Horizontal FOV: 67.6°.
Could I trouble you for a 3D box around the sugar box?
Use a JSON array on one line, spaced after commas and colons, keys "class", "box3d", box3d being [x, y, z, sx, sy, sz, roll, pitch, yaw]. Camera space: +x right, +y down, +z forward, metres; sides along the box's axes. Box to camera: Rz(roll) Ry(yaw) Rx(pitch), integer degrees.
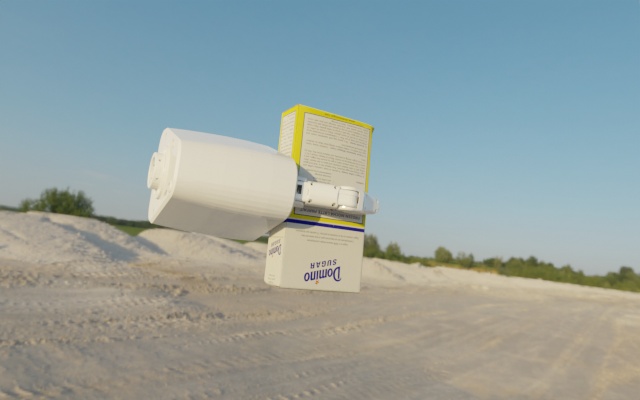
[{"class": "sugar box", "box3d": [0.000, 0.001, 0.484, 0.093, 0.176, 0.048, 10, -6, -28]}]
